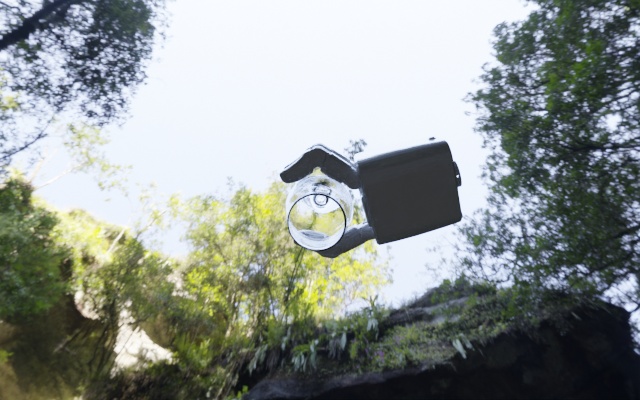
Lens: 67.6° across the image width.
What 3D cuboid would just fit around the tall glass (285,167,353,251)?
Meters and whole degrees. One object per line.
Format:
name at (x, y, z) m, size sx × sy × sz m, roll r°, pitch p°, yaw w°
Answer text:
tall glass at (0.000, 0.002, 0.587) m, size 0.079 × 0.079 × 0.201 m, roll 0°, pitch 12°, yaw 3°
